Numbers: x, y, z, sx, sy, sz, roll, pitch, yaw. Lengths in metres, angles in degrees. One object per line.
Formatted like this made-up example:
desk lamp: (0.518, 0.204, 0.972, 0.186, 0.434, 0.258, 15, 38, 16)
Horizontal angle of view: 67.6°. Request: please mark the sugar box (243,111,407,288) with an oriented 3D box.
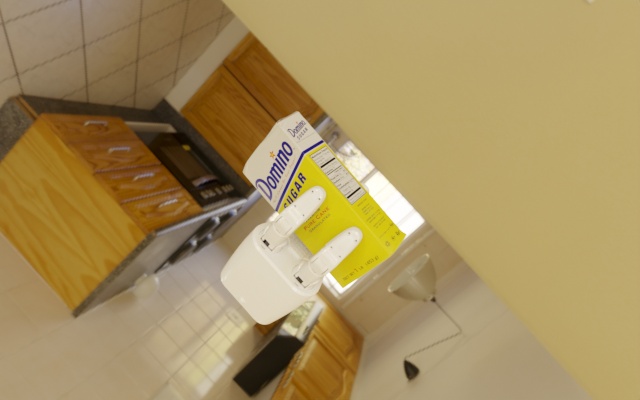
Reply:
sugar box: (0.000, 0.002, 0.513, 0.048, 0.176, 0.093, -41, -3, -46)
